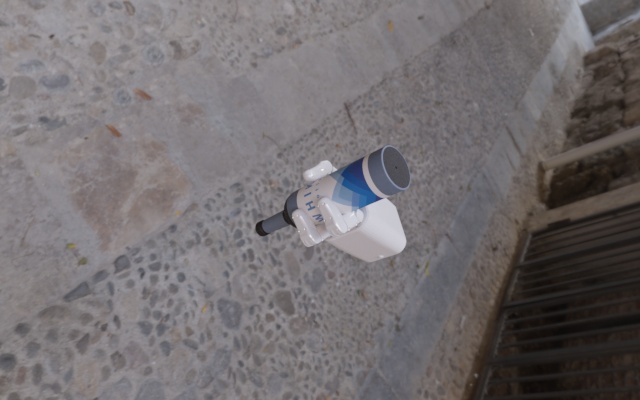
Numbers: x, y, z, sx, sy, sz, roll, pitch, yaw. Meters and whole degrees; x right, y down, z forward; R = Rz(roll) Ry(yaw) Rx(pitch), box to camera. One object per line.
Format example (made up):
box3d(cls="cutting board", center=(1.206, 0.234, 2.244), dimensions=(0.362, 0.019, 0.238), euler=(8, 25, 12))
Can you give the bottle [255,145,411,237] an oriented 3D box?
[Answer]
box3d(cls="bottle", center=(0.000, 0.002, 0.747), dimensions=(0.296, 0.069, 0.069), euler=(-25, -16, 39))
